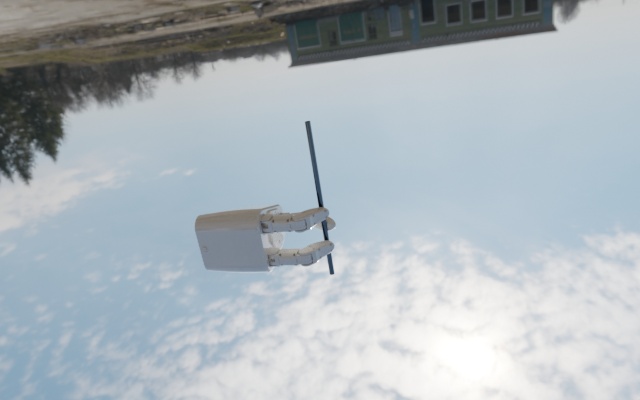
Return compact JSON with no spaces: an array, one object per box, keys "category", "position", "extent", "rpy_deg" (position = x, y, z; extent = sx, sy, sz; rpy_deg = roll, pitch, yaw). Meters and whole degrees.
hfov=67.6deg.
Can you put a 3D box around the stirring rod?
[{"category":"stirring rod","position":[0.000,0.002,0.702],"extent":[0.011,0.240,0.011],"rpy_deg":[-8,20,3]}]
